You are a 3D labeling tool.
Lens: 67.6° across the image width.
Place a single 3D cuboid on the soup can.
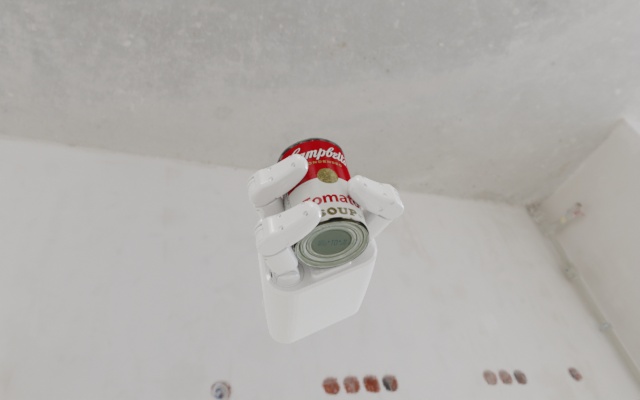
[{"bbox_3d":[0.000,0.001,0.433,0.068,0.102,0.069,-8,-41,-7],"label":"soup can"}]
